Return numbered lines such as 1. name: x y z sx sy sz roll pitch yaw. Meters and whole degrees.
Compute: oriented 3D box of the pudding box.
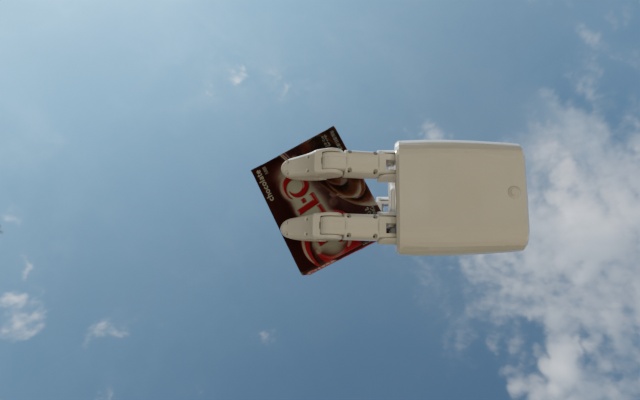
1. pudding box: 0.000 0.001 0.449 0.090 0.113 0.039 -28 -13 2
